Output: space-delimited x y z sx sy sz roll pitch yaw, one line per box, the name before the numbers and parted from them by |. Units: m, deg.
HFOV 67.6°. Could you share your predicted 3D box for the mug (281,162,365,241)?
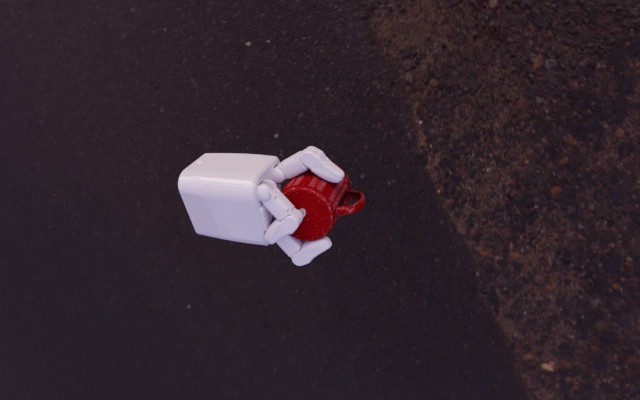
mug | 0.001 0.002 0.635 0.117 0.093 0.081 5 28 15
